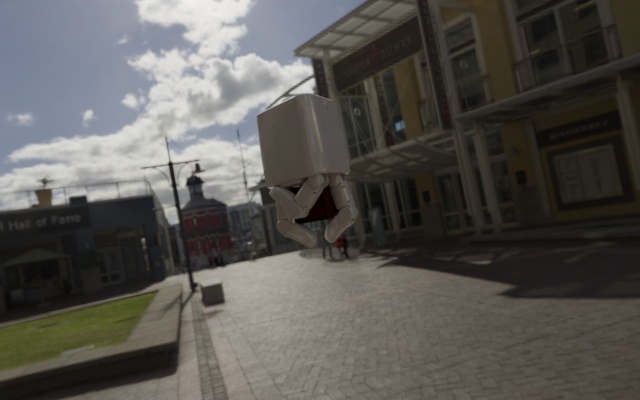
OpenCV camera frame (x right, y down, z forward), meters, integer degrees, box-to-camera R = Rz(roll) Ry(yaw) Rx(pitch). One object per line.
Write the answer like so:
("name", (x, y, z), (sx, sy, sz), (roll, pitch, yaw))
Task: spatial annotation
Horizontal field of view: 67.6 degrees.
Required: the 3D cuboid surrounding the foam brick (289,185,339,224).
("foam brick", (0.000, 0.002, 0.682), (0.053, 0.051, 0.078), (-13, -4, 27))
